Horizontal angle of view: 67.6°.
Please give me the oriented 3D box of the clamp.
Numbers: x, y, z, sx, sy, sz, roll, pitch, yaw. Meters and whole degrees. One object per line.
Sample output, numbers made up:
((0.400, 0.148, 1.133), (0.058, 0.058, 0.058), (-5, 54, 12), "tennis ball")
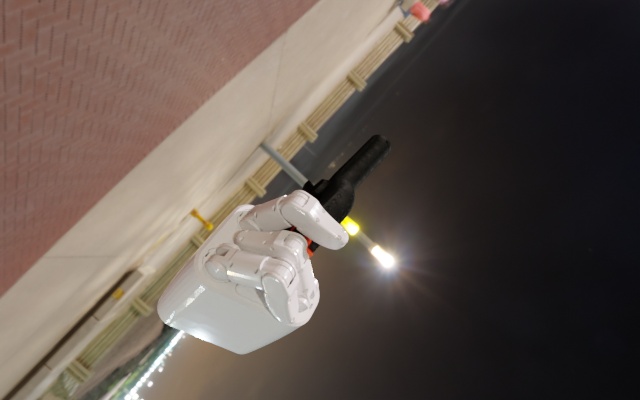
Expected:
((0.000, 0.002, 0.477), (0.120, 0.039, 0.171), (-37, 9, 42), "clamp")
